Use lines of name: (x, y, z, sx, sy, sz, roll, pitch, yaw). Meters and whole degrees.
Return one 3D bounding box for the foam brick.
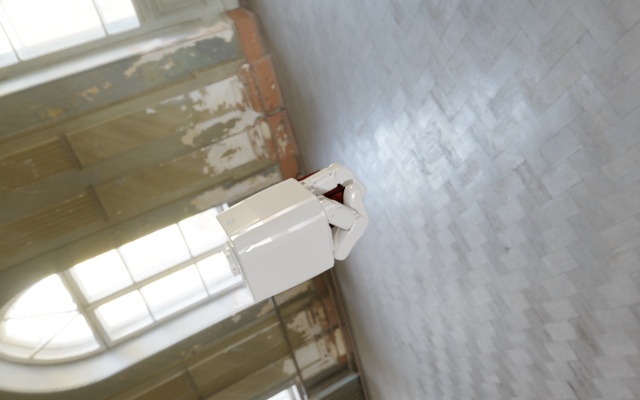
foam brick: (0.000, 0.002, 0.623, 0.051, 0.053, 0.078, -26, 29, -15)
